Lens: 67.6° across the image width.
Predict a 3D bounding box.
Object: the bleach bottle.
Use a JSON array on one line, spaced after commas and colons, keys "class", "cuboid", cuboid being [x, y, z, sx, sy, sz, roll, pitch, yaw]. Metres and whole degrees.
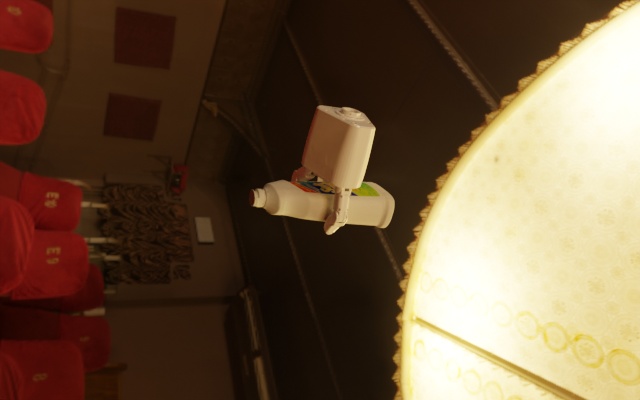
[{"class": "bleach bottle", "cuboid": [0.000, 0.003, 0.847, 0.251, 0.068, 0.102, 2, 24, -28]}]
